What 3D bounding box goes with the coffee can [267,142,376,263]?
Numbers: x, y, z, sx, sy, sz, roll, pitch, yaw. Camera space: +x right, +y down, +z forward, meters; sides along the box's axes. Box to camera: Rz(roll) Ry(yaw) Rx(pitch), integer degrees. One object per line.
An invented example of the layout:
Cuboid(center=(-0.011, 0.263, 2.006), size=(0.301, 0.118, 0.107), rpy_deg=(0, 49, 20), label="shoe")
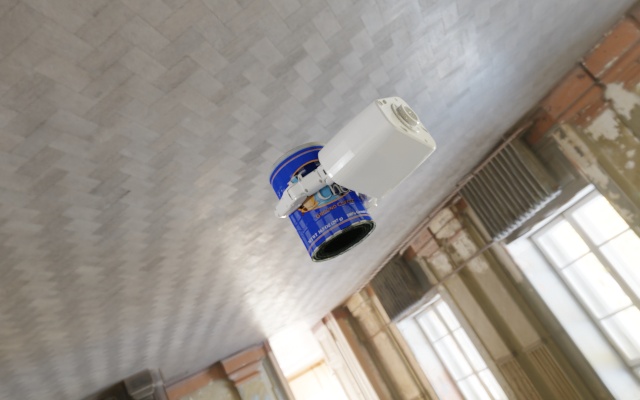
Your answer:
Cuboid(center=(0.000, 0.002, 0.683), size=(0.103, 0.140, 0.103), rpy_deg=(-26, -21, -11), label="coffee can")
